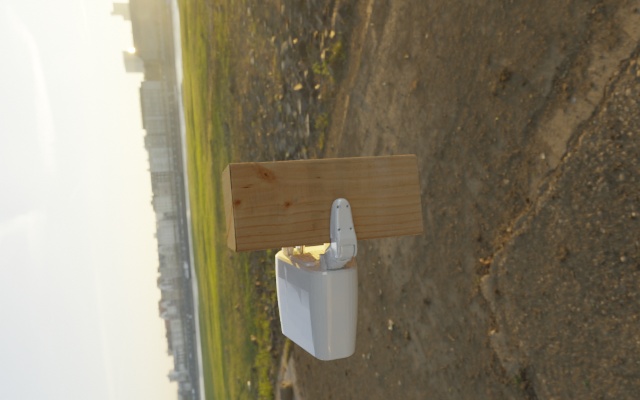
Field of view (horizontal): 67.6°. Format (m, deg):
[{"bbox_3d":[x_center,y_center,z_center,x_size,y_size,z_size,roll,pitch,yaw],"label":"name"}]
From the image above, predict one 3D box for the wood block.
[{"bbox_3d":[0.000,0.002,0.539,0.206,0.090,0.091,-4,-1,-16],"label":"wood block"}]
